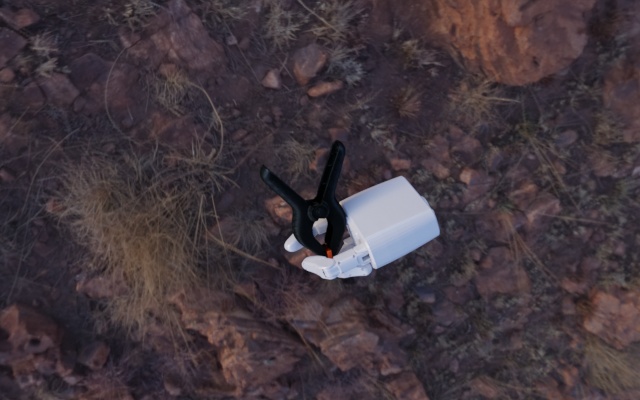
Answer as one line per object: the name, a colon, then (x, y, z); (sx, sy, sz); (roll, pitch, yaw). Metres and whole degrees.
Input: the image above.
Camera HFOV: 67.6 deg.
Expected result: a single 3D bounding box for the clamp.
clamp: (0.000, 0.003, 0.662); (0.120, 0.171, 0.039); (-25, 27, -5)
